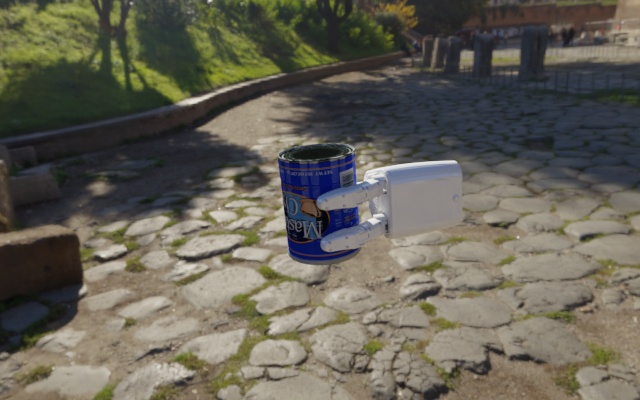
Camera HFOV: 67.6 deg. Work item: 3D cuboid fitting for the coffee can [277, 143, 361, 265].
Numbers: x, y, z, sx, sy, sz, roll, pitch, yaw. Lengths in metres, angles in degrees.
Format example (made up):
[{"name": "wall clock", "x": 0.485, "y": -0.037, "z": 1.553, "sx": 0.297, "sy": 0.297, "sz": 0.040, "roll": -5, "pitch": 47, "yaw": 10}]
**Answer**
[{"name": "coffee can", "x": 0.000, "y": 0.002, "z": 0.643, "sx": 0.103, "sy": 0.140, "sz": 0.102, "roll": -5, "pitch": 18, "yaw": 1}]
